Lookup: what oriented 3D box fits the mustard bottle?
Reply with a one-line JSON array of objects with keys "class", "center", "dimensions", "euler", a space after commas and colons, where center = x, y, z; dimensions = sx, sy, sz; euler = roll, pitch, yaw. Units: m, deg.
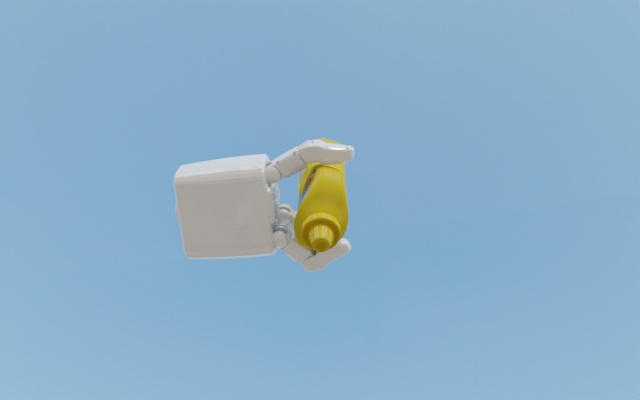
[{"class": "mustard bottle", "center": [0.000, 0.002, 0.560], "dimensions": [0.058, 0.096, 0.191], "euler": [16, 25, -7]}]
